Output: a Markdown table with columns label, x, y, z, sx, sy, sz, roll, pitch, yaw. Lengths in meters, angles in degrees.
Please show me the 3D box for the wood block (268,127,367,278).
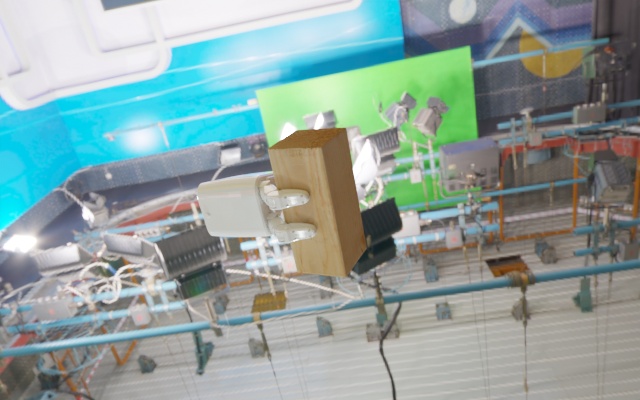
| label | x | y | z | sx | sy | sz | roll | pitch | yaw |
| --- | --- | --- | --- | --- | --- | --- | --- | --- | --- |
| wood block | 0.000 | 0.002 | 0.728 | 0.090 | 0.206 | 0.090 | 1 | 27 | 28 |
